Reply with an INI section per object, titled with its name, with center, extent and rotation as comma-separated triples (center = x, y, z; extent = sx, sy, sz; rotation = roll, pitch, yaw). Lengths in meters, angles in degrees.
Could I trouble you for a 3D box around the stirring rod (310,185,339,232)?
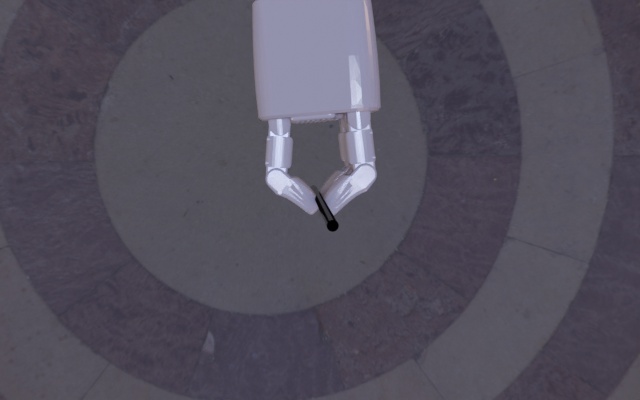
[stirring rod]
center = 0.000, 0.001, 0.435
extent = 0.011, 0.011, 0.239
rotation = 0, 7, -4
